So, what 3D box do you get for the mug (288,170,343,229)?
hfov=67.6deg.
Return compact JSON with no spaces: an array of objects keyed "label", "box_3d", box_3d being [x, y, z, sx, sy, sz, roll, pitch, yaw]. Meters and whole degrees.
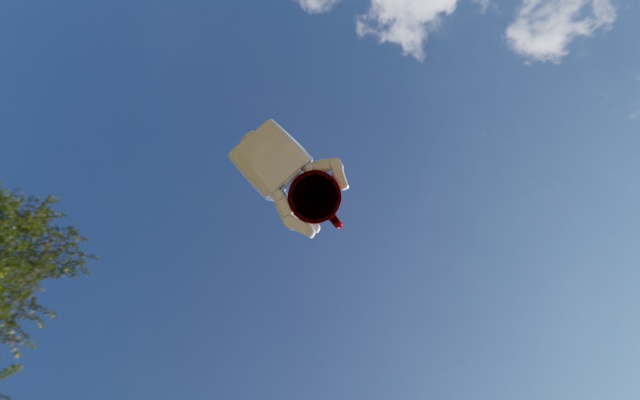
[{"label":"mug","box_3d":[0.001,0.004,0.860,0.093,0.117,0.081,-42,-2,2]}]
